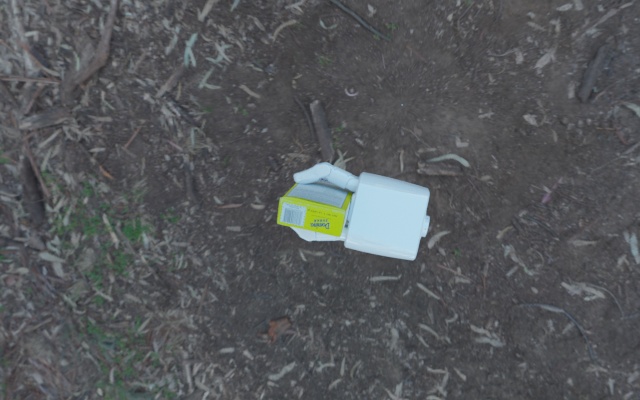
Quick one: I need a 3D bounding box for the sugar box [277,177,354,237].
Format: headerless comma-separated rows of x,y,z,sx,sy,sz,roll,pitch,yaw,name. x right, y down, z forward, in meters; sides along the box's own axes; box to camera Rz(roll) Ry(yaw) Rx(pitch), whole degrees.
0.000,0.003,0.728,0.093,0.048,0.176,13,13,7,sugar box
